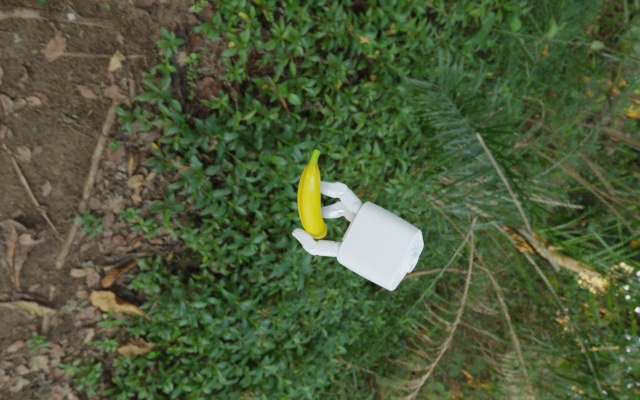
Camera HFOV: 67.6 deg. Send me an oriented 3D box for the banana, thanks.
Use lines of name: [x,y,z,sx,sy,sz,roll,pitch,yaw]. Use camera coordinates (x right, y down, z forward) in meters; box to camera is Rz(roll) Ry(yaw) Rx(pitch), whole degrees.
banana: [-0.010,0.011,0.824,0.037,0.198,0.069,24,49,25]
